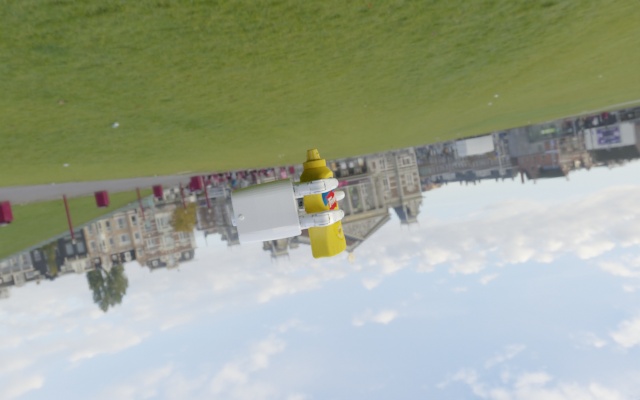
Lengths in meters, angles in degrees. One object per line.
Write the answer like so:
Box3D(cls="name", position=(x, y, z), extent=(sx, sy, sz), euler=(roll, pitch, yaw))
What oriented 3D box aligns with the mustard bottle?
Box3D(cls="mustard bottle", position=(0.001, 0.003, 0.863), extent=(0.058, 0.191, 0.096), euler=(-9, 4, 21))
